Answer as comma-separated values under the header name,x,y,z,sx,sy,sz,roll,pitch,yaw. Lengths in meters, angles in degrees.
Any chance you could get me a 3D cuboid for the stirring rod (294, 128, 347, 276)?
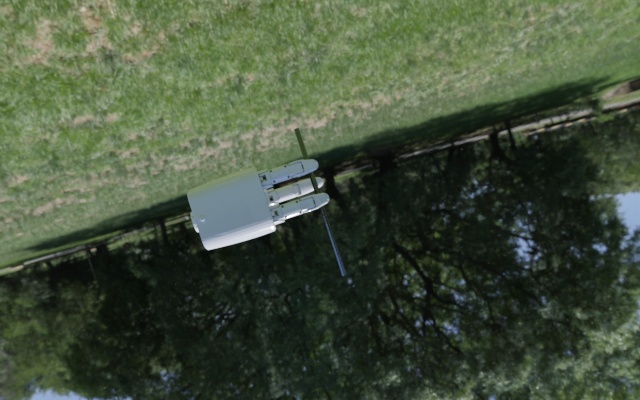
name,x,y,z,sx,sy,sz,roll,pitch,yaw
stirring rod,0.000,0.002,0.745,0.011,0.239,0.011,-18,1,0
